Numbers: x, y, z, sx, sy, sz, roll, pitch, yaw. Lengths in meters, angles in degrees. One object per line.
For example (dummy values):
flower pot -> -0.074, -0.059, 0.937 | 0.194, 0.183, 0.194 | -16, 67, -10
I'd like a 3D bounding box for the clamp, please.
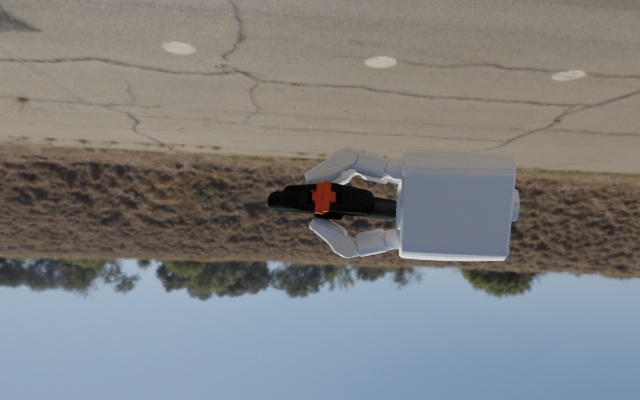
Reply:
clamp -> 0.000, 0.002, 0.517 | 0.164, 0.036, 0.210 | 3, -2, 11
